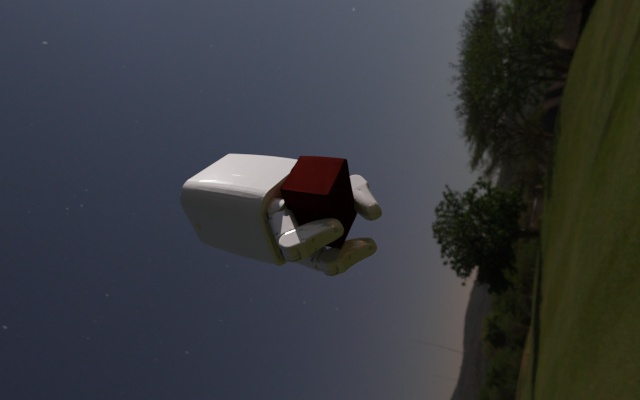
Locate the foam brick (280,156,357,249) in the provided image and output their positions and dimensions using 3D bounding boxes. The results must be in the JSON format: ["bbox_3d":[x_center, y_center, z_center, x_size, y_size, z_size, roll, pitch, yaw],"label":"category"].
[{"bbox_3d":[0.000,0.001,0.475,0.051,0.078,0.053,9,47,23],"label":"foam brick"}]
